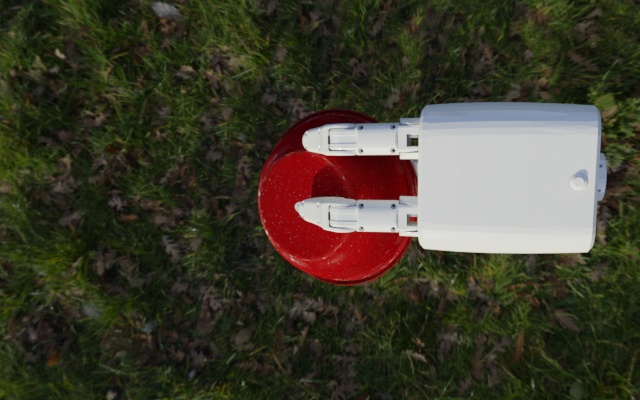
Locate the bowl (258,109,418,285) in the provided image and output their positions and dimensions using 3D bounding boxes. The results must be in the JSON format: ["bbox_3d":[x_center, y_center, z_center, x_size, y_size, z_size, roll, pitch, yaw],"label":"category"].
[{"bbox_3d":[-0.001,0.002,0.415,0.162,0.162,0.055,0,7,32],"label":"bowl"}]
